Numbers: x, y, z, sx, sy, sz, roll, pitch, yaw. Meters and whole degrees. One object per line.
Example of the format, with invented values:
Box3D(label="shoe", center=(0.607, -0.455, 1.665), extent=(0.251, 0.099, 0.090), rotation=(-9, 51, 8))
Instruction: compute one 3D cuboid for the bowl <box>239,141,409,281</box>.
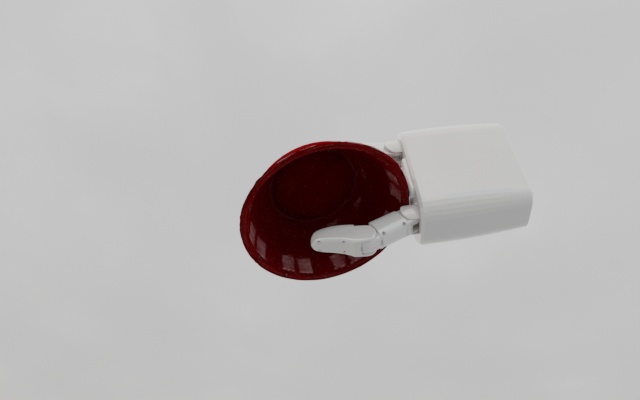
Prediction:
Box3D(label="bowl", center=(-0.001, 0.001, 0.458), extent=(0.162, 0.162, 0.055), rotation=(0, 37, -19))
